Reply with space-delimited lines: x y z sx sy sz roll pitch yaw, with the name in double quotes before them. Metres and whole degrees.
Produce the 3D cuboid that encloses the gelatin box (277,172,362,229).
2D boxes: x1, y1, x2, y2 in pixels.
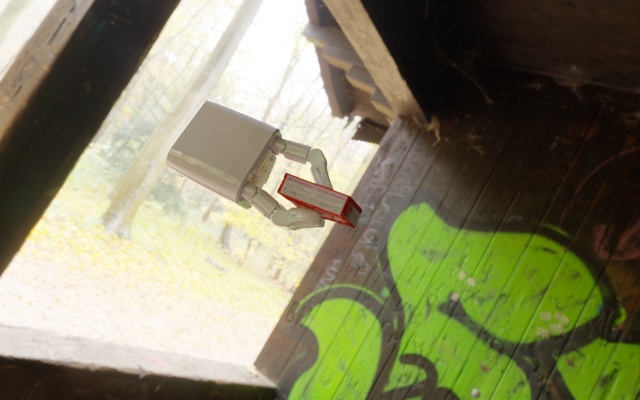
"gelatin box" 0.001 0.002 0.585 0.089 0.030 0.073 20 -8 20
